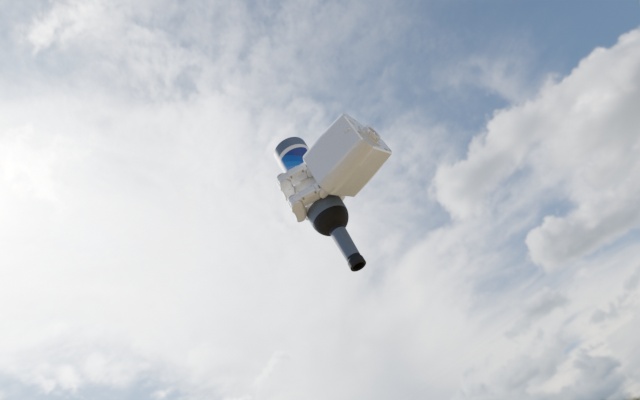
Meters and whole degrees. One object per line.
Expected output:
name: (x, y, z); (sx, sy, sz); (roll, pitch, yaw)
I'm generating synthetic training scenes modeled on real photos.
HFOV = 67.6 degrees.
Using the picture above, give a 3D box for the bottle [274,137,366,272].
bottle: (0.000, 0.003, 0.828); (0.069, 0.069, 0.295); (0, 42, -33)
